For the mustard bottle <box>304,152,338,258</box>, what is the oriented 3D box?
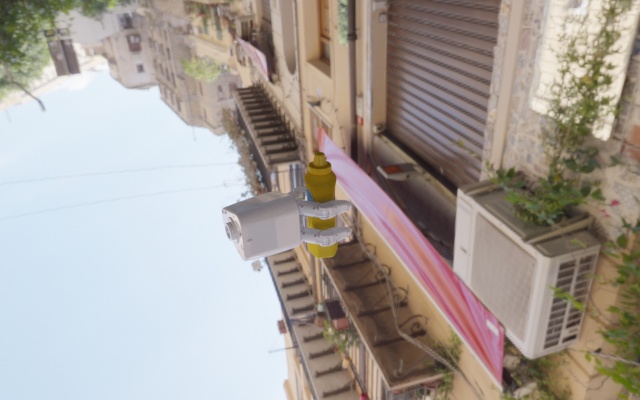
[{"bbox_3d":[0.000,0.003,0.873,0.058,0.192,0.096,-5,28,-5],"label":"mustard bottle"}]
